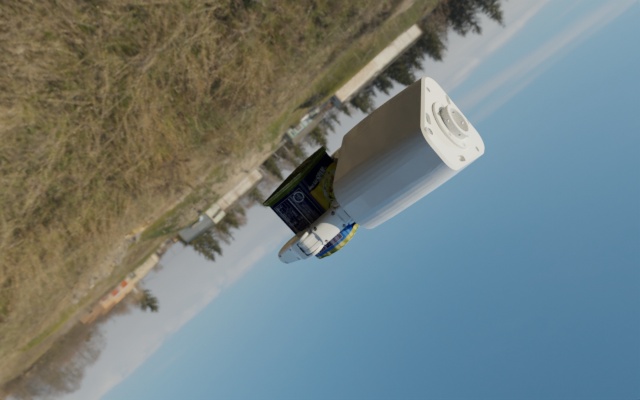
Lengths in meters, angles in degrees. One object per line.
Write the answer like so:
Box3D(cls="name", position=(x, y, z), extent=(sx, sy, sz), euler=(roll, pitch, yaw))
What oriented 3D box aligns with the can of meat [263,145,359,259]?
Box3D(cls="can of meat", position=(0.000, 0.002, 0.508), extent=(0.057, 0.084, 0.102), euler=(-37, 10, 34))
